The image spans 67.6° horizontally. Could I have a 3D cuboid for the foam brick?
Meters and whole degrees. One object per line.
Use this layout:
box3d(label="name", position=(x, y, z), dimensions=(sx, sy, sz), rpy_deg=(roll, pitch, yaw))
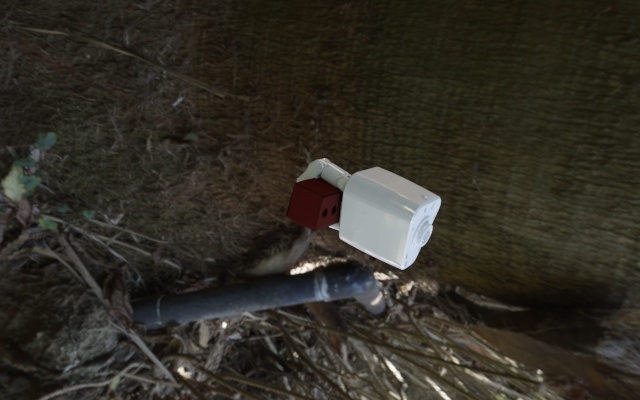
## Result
box3d(label="foam brick", position=(0.000, 0.002, 0.665), dimensions=(0.051, 0.053, 0.078), rpy_deg=(28, 26, 28))
